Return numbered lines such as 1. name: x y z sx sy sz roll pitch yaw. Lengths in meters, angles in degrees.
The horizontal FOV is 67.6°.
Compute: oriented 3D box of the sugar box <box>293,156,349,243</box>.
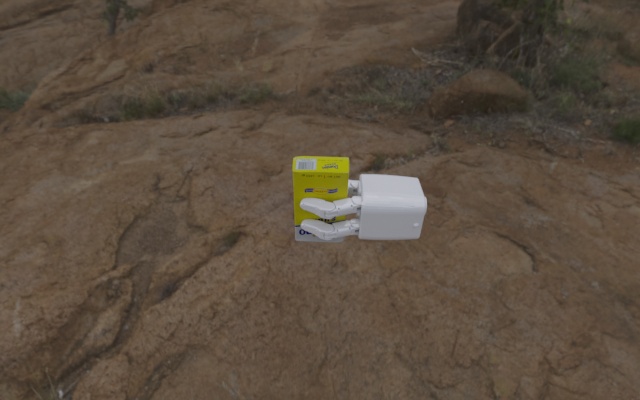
1. sugar box: 0.000 0.003 0.833 0.093 0.176 0.048 2 43 2
